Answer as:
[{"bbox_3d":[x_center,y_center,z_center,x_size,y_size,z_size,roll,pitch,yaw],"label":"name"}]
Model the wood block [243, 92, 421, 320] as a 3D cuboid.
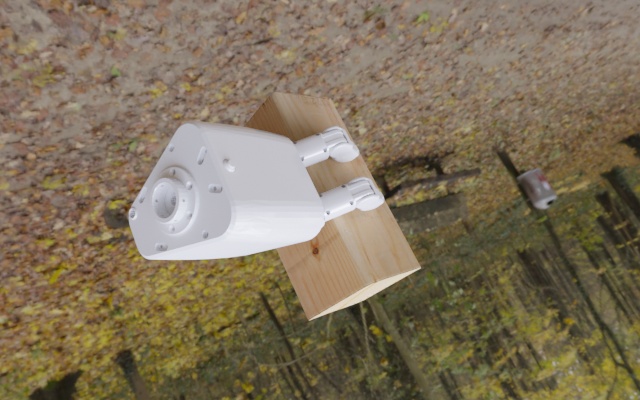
[{"bbox_3d":[0.000,0.002,0.489,0.090,0.206,0.091,-6,-26,-47],"label":"wood block"}]
